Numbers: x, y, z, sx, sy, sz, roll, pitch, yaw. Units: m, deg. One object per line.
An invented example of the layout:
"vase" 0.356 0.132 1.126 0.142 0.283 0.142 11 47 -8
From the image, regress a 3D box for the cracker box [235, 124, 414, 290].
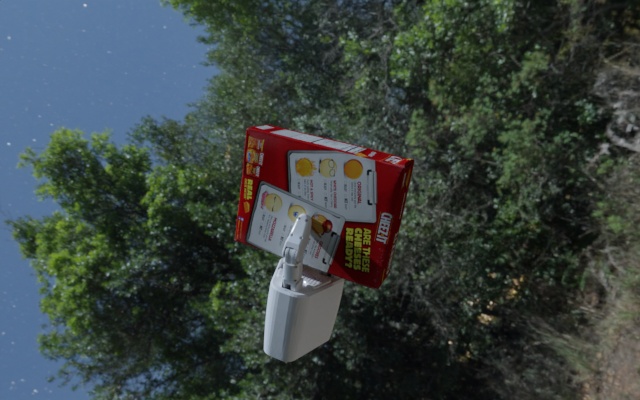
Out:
"cracker box" 0.000 0.002 0.632 0.213 0.164 0.072 16 20 19
